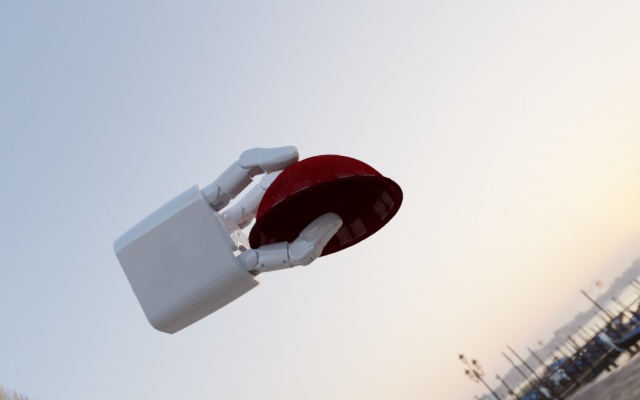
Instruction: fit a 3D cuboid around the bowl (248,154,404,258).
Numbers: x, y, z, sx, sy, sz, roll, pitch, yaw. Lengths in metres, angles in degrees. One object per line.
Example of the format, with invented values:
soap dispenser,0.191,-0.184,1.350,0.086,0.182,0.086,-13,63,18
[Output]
bowl,0.001,0.001,0.490,0.162,0.055,0.162,-15,-29,-8
